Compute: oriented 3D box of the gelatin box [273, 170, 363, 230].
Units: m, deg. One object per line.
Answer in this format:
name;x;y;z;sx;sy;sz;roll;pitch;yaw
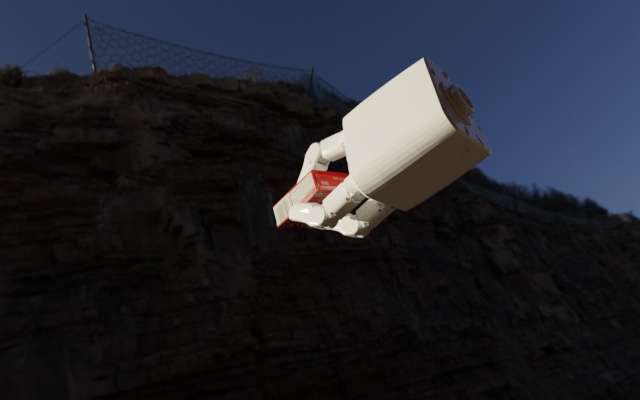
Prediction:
gelatin box;0.000;0.002;0.545;0.073;0.030;0.089;5;-32;-37
